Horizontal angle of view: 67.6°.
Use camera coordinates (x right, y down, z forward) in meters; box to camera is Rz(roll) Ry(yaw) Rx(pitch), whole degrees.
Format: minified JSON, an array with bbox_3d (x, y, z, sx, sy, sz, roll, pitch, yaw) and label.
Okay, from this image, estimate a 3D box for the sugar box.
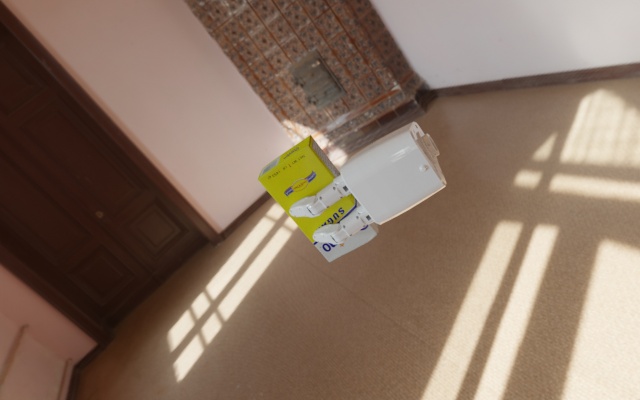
[{"bbox_3d":[0.000,0.002,0.694,0.093,0.176,0.048,-32,22,19],"label":"sugar box"}]
